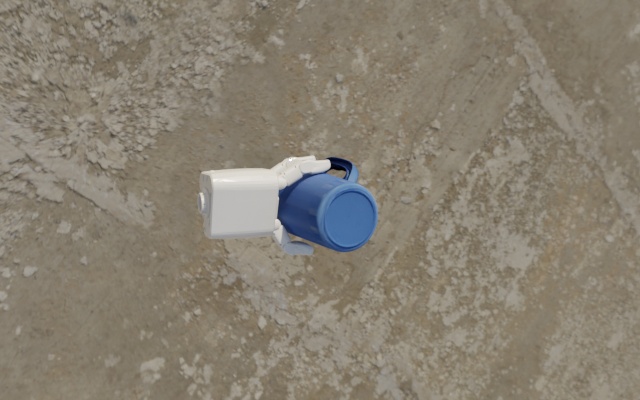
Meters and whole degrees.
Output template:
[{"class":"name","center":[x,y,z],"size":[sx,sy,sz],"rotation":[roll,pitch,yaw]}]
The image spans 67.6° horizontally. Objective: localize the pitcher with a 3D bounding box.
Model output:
[{"class":"pitcher","center":[0.000,0.003,0.825],"size":[0.145,0.149,0.243],"rotation":[-2,9,-26]}]
